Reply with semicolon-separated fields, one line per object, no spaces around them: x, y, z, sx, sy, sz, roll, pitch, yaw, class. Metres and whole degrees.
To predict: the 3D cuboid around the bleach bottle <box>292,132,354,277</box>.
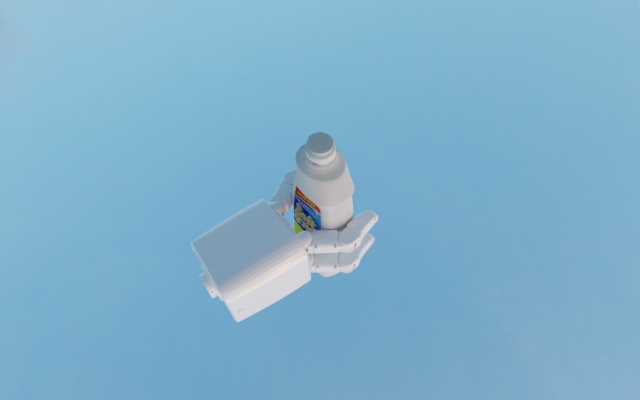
0.000;0.002;0.594;0.068;0.102;0.251;-29;-29;-15;bleach bottle
